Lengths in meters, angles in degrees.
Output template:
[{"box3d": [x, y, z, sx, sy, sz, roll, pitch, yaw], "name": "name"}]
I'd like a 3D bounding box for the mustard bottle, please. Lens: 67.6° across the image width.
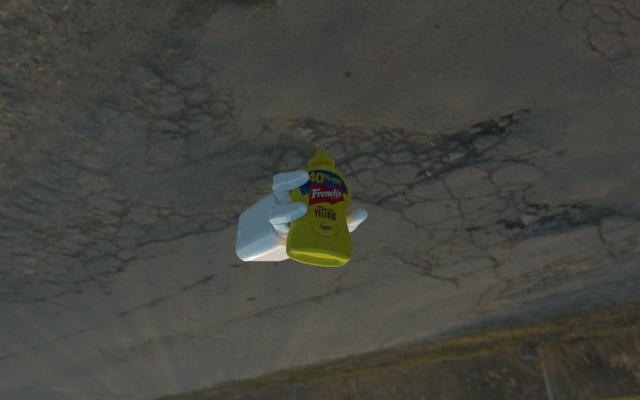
[{"box3d": [0.000, 0.003, 0.739, 0.096, 0.191, 0.058, 11, -31, -16], "name": "mustard bottle"}]
